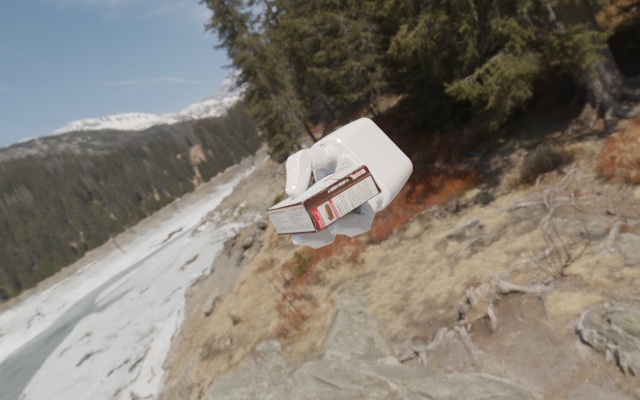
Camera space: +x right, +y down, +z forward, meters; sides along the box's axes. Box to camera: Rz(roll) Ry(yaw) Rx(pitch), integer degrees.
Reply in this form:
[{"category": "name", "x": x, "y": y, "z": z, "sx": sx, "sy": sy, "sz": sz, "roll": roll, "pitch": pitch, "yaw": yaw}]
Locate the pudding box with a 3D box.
[{"category": "pudding box", "x": 0.000, "y": 0.002, "z": 0.533, "sx": 0.090, "sy": 0.039, "sz": 0.113, "roll": -32, "pitch": 7, "yaw": -24}]
